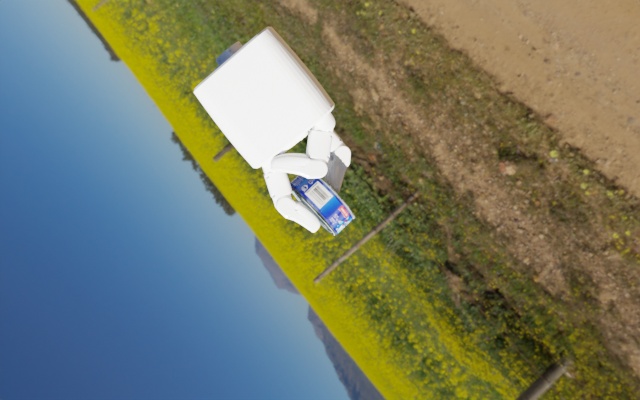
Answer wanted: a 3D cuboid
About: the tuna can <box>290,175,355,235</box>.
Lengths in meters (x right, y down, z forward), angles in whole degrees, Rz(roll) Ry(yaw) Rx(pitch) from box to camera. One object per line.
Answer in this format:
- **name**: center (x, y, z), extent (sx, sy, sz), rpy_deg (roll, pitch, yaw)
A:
- **tuna can**: center (0.000, 0.002, 0.580), extent (0.034, 0.086, 0.086), rpy_deg (-44, 6, -6)
